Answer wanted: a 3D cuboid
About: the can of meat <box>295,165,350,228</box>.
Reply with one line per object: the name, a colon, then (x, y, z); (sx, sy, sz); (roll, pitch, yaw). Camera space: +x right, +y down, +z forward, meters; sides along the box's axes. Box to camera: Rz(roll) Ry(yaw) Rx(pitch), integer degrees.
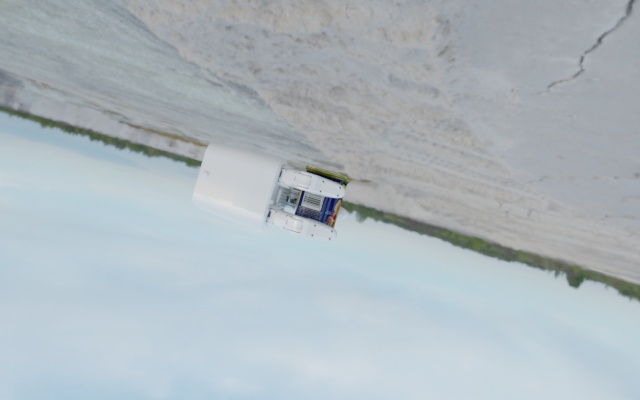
can of meat: (0.000, 0.002, 0.655); (0.057, 0.084, 0.102); (17, 1, 7)
